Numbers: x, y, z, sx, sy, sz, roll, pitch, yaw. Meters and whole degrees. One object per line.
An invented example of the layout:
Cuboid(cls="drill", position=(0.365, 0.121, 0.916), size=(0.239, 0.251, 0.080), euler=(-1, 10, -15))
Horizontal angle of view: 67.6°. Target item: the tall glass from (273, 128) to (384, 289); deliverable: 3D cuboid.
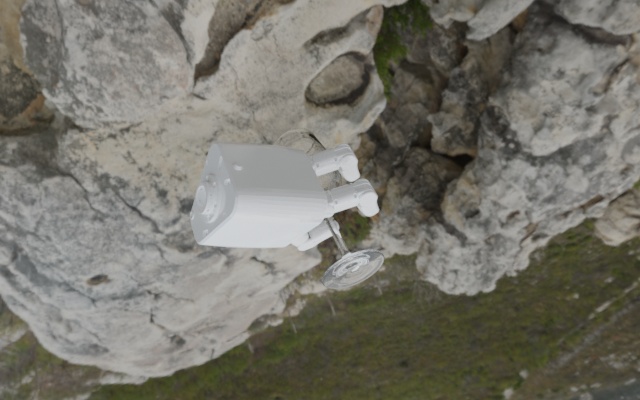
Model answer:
Cuboid(cls="tall glass", position=(0.000, 0.002, 0.577), size=(0.079, 0.201, 0.079), euler=(-17, -34, -12))
